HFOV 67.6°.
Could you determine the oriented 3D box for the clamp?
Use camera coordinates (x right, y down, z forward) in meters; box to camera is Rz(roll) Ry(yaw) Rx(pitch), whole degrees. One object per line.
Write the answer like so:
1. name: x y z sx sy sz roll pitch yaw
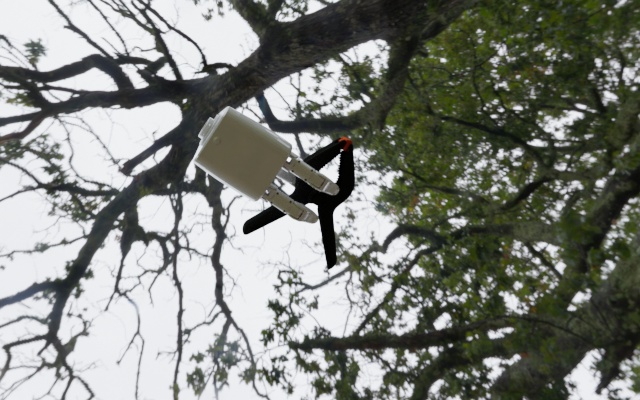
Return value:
1. clamp: 0.000 0.002 0.746 0.164 0.210 0.036 32 8 -21
